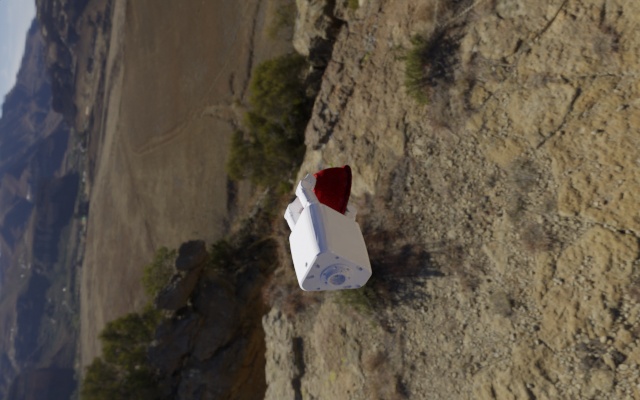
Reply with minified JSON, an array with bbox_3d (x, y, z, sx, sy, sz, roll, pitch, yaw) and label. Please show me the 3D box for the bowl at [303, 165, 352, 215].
[{"bbox_3d":[0.000,0.002,0.874,0.055,0.162,0.162,19,-5,-13],"label":"bowl"}]
